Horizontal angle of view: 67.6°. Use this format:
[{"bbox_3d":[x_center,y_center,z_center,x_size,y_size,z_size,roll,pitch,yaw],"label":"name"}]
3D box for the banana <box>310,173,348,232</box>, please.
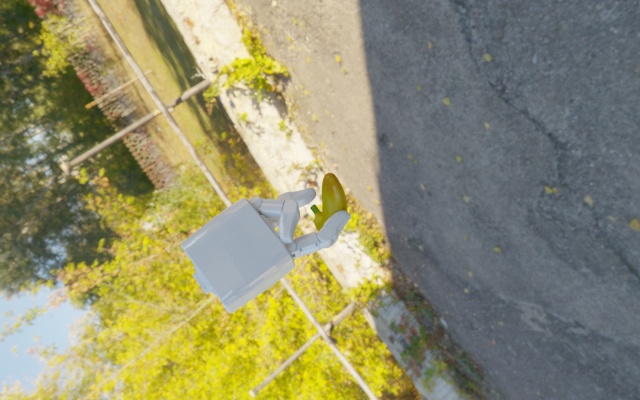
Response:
[{"bbox_3d":[0.011,0.018,0.716,0.037,0.069,0.198,-36,-7,-16],"label":"banana"}]
